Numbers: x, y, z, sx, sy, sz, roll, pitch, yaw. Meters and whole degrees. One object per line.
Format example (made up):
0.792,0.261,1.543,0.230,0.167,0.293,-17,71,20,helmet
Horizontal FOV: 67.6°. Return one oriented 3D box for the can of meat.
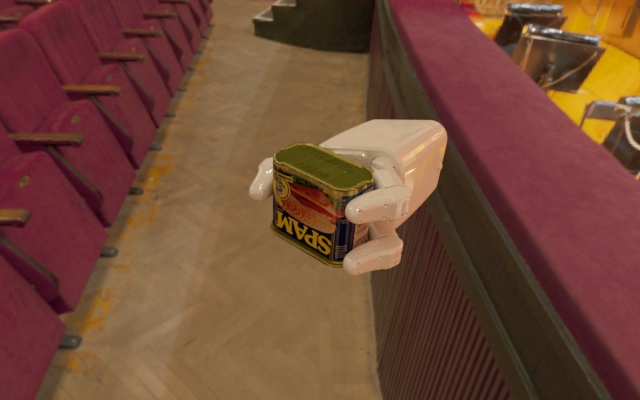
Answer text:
0.000,0.001,0.452,0.102,0.084,0.057,27,40,31,can of meat
